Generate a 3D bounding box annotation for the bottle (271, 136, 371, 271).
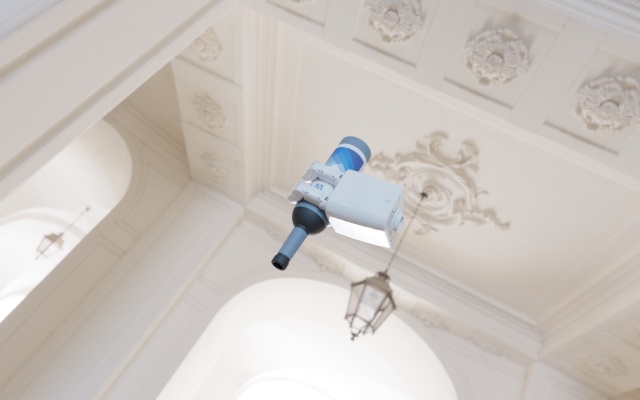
[{"bbox_3d":[0.000,0.003,0.850,0.069,0.069,0.295,0,44,41],"label":"bottle"}]
